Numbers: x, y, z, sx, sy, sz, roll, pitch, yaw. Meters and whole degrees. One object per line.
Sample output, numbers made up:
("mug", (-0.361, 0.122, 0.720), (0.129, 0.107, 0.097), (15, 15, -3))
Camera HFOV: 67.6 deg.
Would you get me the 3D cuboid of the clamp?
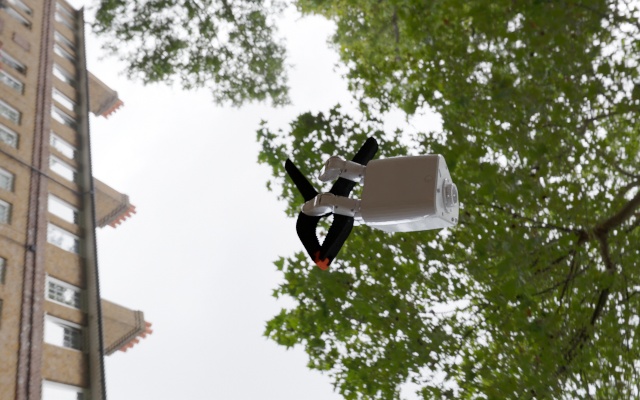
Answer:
("clamp", (0.001, 0.003, 0.727), (0.164, 0.210, 0.036), (-6, -30, 31))
